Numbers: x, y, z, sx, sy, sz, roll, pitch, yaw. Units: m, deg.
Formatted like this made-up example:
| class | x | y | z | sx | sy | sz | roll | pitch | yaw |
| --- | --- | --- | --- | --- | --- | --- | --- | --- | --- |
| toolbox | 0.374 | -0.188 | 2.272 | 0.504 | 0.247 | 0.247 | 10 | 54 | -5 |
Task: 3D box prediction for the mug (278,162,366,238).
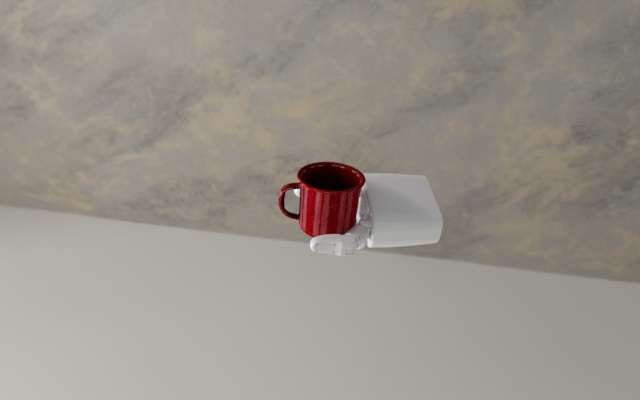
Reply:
| class | x | y | z | sx | sy | sz | roll | pitch | yaw |
| --- | --- | --- | --- | --- | --- | --- | --- | --- | --- |
| mug | -0.001 | 0.002 | 0.661 | 0.117 | 0.081 | 0.093 | -1 | 30 | -10 |
